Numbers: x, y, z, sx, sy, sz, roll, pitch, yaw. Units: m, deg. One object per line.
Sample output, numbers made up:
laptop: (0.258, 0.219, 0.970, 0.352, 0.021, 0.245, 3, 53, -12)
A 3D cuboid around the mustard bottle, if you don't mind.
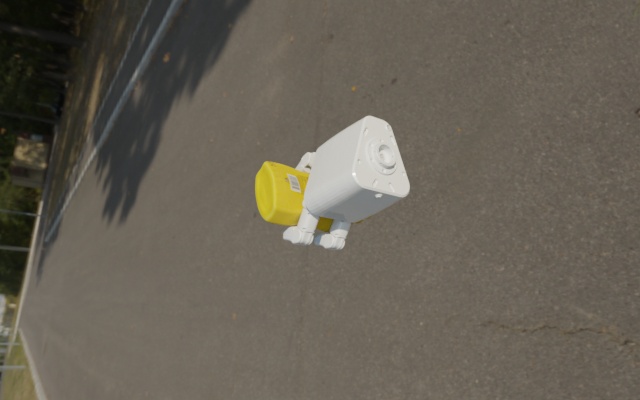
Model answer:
mustard bottle: (0.000, 0.002, 0.718, 0.191, 0.096, 0.058, 12, -49, -32)
